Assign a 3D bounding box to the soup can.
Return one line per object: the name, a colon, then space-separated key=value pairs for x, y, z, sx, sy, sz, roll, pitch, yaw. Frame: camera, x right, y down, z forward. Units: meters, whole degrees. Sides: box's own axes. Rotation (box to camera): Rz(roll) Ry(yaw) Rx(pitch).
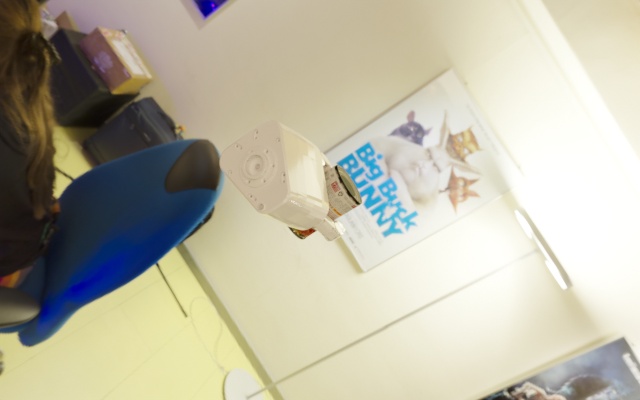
soup can: x=0.001 y=0.002 z=0.688 sx=0.102 sy=0.068 sz=0.068 roll=-32 pitch=-9 yaw=15
